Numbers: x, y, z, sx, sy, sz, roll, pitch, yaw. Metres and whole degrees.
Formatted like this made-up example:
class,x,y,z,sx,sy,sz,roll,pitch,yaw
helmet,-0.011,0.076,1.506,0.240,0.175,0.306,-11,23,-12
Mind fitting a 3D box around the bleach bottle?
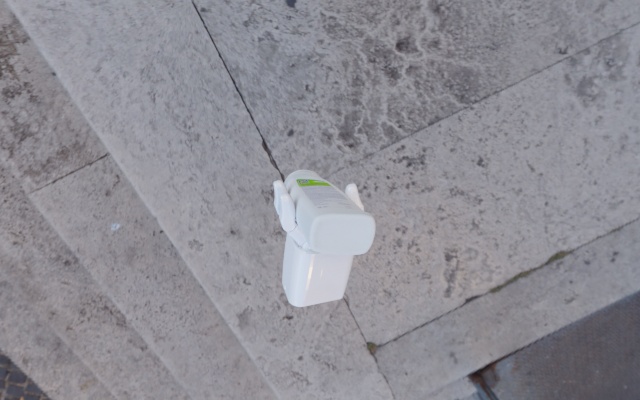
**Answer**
class,x,y,z,sx,sy,sz,roll,pitch,yaw
bleach bottle,0.000,0.003,0.786,0.102,0.068,0.250,3,21,-16
